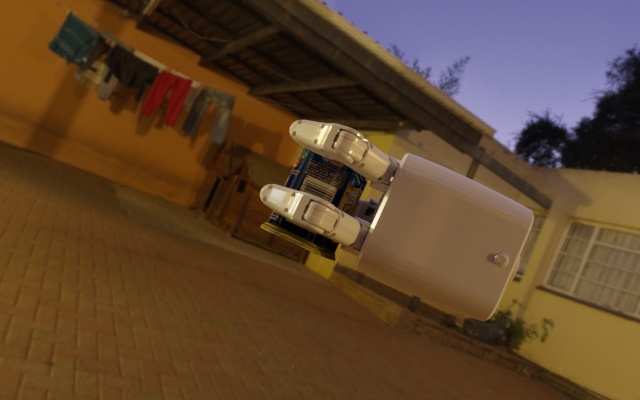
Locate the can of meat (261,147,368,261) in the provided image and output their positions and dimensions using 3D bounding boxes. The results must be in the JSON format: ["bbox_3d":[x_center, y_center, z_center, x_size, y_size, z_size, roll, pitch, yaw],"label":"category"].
[{"bbox_3d":[0.000,0.001,0.413,0.057,0.084,0.102,24,-5,12],"label":"can of meat"}]
